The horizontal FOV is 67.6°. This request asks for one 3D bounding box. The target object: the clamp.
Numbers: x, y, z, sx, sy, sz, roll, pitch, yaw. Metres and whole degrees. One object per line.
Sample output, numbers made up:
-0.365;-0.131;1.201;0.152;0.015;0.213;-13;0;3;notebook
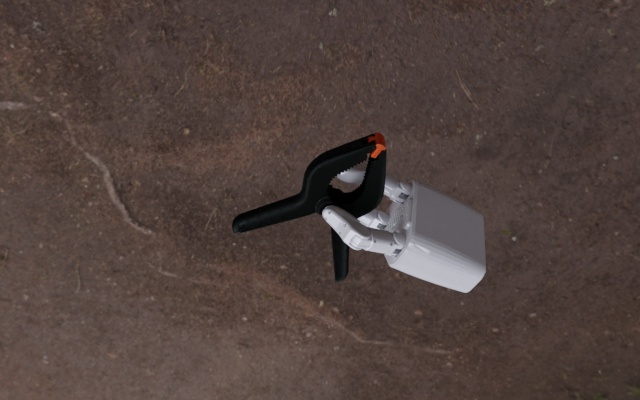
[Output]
0.001;0.002;0.559;0.164;0.210;0.036;22;34;-14;clamp
